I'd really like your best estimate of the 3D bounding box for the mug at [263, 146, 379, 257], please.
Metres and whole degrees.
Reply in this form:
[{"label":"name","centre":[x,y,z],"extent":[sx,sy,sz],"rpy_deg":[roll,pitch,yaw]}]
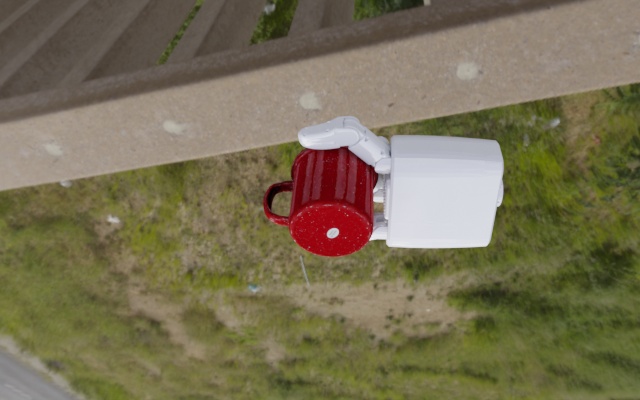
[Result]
[{"label":"mug","centre":[-0.001,0.002,0.479],"extent":[0.117,0.081,0.093],"rpy_deg":[1,-44,5]}]
